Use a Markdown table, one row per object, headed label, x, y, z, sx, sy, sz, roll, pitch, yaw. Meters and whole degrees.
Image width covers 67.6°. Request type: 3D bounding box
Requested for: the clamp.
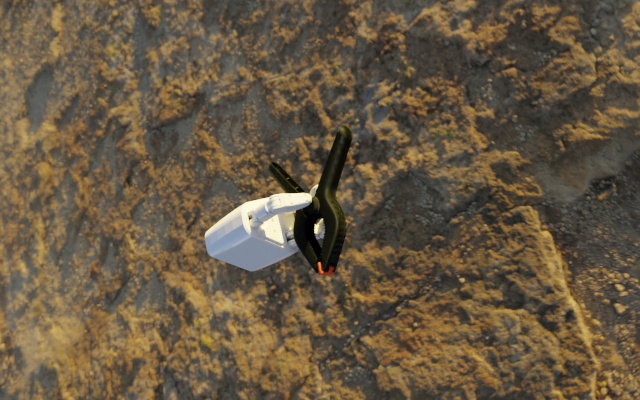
| label | x | y | z | sx | sy | sz | roll | pitch | yaw |
| --- | --- | --- | --- | --- | --- | --- | --- | --- | --- |
| clamp | 0.000 | 0.003 | 0.700 | 0.164 | 0.210 | 0.036 | -30 | -26 | 36 |
